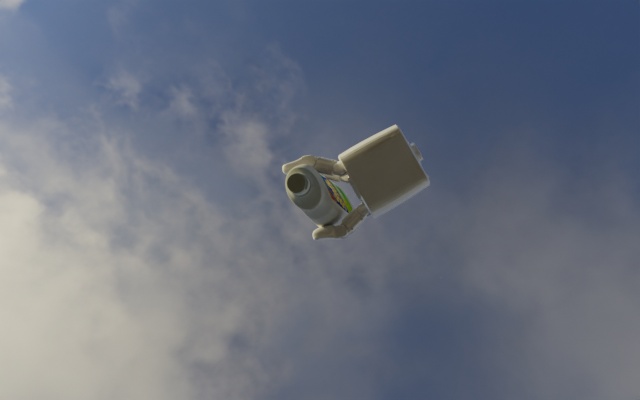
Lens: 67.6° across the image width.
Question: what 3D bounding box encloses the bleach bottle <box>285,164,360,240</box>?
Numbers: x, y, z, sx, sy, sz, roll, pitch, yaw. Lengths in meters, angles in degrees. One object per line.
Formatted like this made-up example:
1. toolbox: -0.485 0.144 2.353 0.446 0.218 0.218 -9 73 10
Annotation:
1. bleach bottle: 0.000 0.002 0.780 0.068 0.102 0.251 -30 -15 8
